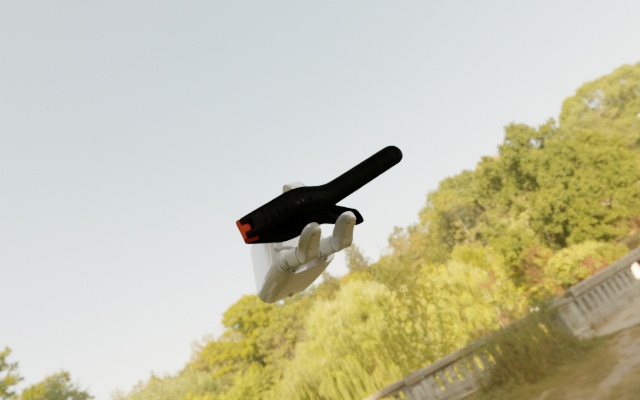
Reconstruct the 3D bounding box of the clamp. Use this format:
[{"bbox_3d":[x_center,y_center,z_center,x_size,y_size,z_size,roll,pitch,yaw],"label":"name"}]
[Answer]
[{"bbox_3d":[-0.001,0.002,0.589,0.210,0.036,0.165,-14,-29,-32],"label":"clamp"}]
